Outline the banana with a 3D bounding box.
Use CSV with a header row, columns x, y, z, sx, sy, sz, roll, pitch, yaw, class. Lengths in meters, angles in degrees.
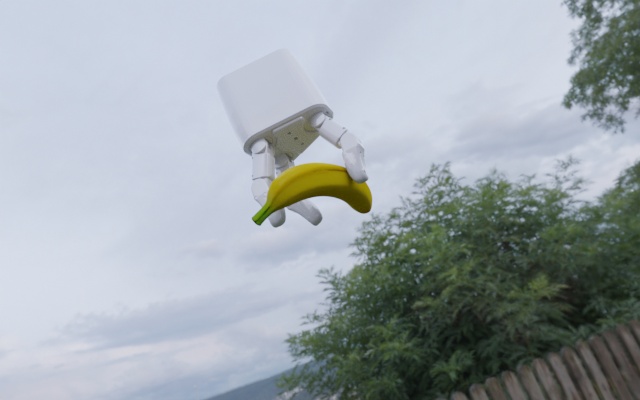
x,y,z,sx,sy,sz,roll,pitch,yaw,class
0.007,-0.012,0.548,0.198,0.070,0.037,-2,45,-47,banana
